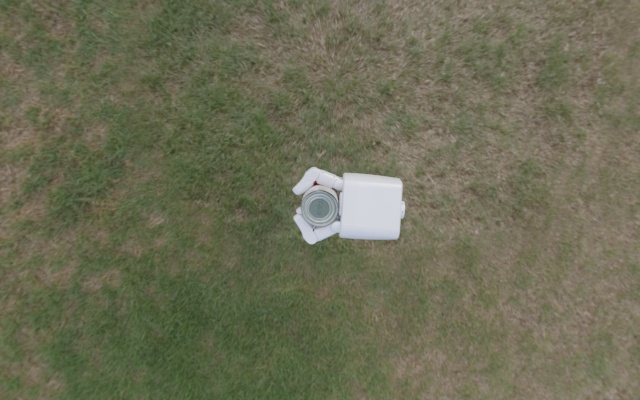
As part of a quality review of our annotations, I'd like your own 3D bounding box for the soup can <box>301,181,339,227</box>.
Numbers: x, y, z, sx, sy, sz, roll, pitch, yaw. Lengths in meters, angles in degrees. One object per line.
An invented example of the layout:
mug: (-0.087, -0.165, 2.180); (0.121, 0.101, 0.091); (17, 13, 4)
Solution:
soup can: (0.000, 0.003, 0.872); (0.068, 0.068, 0.102); (0, 14, 2)
